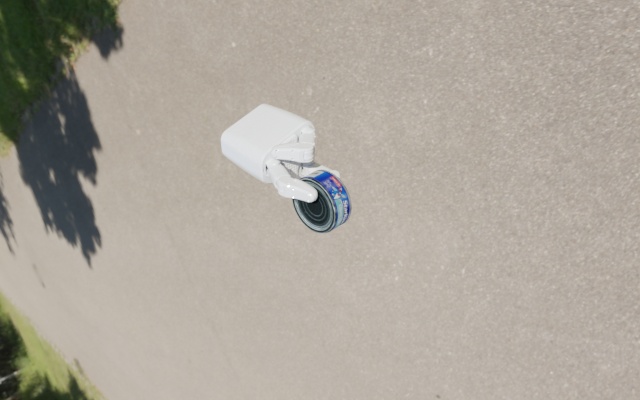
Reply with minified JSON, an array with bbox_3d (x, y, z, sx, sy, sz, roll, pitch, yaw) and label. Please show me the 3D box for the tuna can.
[{"bbox_3d":[0.000,0.002,0.670,0.086,0.086,0.033,0,22,46],"label":"tuna can"}]
